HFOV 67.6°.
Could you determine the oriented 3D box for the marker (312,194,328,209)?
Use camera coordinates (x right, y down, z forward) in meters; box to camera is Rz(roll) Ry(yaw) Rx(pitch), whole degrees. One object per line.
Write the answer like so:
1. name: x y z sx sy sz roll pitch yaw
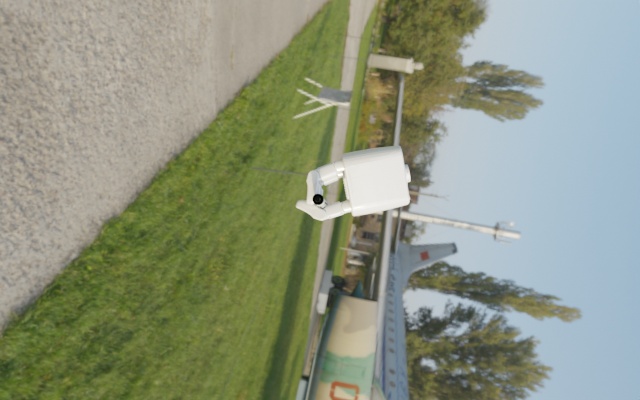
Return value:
1. marker: 0.000 0.003 0.834 0.020 0.020 0.121 0 -5 5
